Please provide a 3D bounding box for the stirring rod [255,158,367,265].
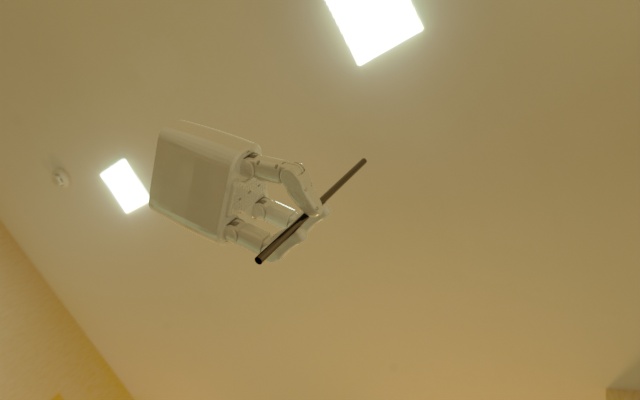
[{"bbox_3d":[0.000,0.002,0.519,0.011,0.011,0.239,0,26,31],"label":"stirring rod"}]
